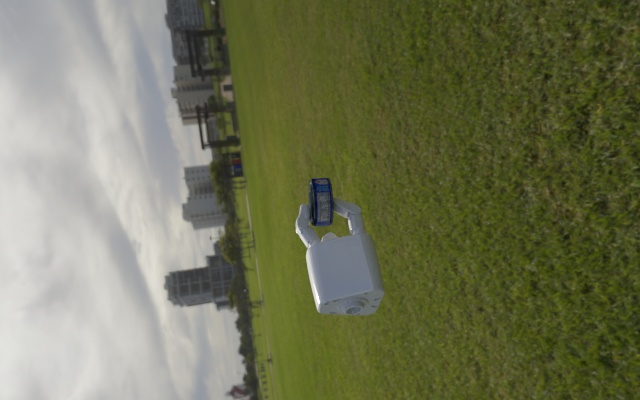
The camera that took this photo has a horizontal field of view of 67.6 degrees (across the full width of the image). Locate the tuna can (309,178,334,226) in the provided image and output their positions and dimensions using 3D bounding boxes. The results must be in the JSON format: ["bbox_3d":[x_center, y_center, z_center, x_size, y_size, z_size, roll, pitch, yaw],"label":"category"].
[{"bbox_3d":[0.000,0.003,0.844,0.034,0.086,0.086,-3,0,-7],"label":"tuna can"}]
